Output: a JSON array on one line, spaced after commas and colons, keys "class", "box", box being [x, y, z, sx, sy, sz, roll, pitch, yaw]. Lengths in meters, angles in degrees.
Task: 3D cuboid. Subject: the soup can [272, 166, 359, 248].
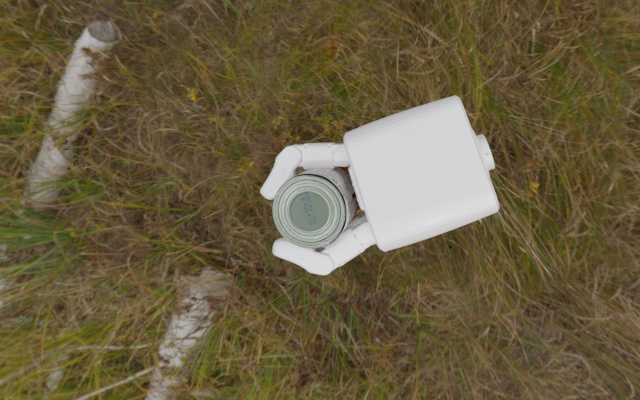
[{"class": "soup can", "box": [0.000, 0.002, 0.457, 0.068, 0.068, 0.102, 0, 10, 12]}]
